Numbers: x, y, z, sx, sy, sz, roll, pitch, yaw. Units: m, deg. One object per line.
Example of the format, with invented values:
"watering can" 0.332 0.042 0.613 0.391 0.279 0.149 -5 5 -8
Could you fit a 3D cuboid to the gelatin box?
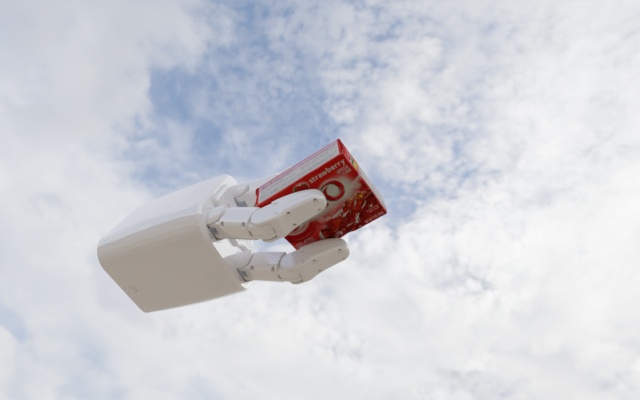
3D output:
"gelatin box" 0.000 0.001 0.407 0.089 0.073 0.030 -30 32 15
